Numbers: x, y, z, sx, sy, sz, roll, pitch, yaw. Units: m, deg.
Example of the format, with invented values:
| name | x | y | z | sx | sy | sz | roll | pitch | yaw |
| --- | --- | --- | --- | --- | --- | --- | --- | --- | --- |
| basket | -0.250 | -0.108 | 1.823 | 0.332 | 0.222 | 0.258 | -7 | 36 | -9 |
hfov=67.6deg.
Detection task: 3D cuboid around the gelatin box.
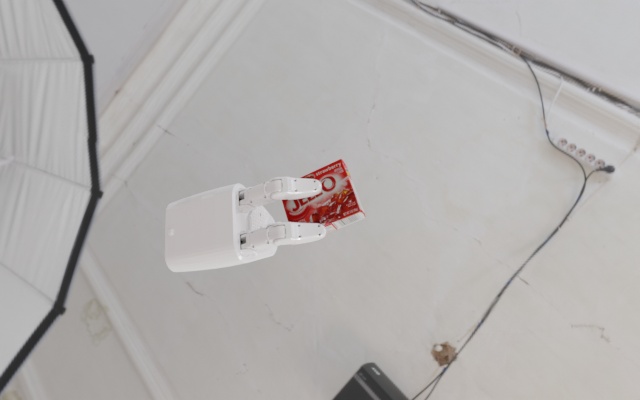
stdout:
| name | x | y | z | sx | sy | sz | roll | pitch | yaw |
| --- | --- | --- | --- | --- | --- | --- | --- | --- | --- |
| gelatin box | 0.001 | 0.002 | 0.576 | 0.089 | 0.073 | 0.030 | -23 | -24 | 11 |
